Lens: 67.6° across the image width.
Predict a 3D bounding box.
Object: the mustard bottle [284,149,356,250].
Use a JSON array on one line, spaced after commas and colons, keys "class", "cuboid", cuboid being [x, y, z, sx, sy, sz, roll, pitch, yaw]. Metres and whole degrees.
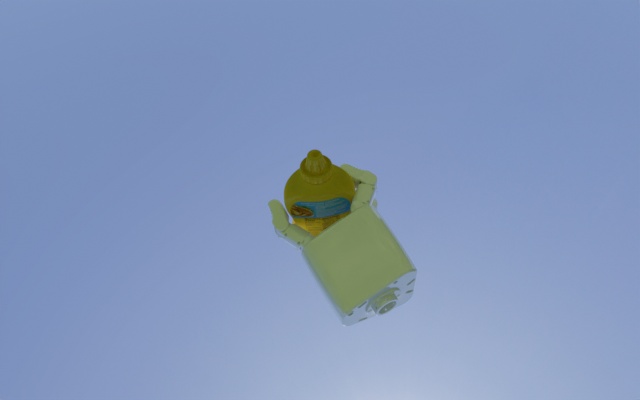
[{"class": "mustard bottle", "cuboid": [0.000, 0.002, 0.649, 0.096, 0.058, 0.192, -5, -36, 2]}]
